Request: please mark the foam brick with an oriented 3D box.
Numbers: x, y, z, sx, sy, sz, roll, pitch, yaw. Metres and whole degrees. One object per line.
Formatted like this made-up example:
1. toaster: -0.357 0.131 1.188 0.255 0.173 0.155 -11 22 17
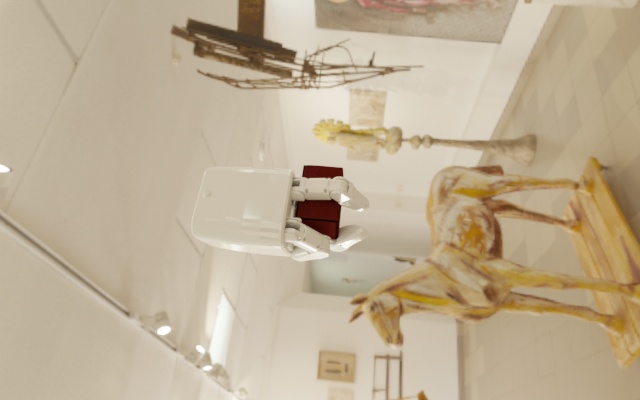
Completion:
1. foam brick: 0.000 0.002 0.592 0.051 0.078 0.053 4 -30 5
